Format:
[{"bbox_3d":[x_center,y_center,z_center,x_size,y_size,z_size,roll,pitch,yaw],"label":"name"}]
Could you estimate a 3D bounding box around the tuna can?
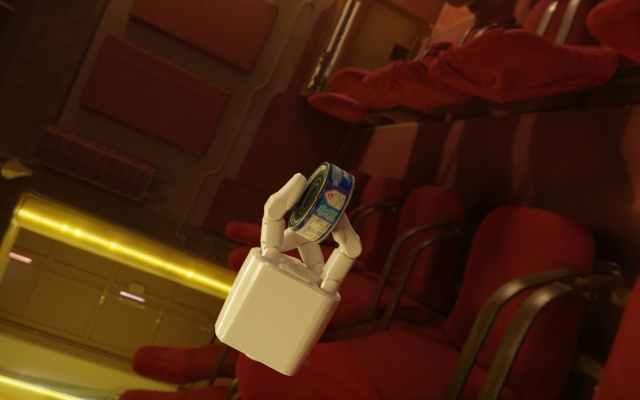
[{"bbox_3d":[0.000,0.001,0.520,0.034,0.086,0.086,30,-8,-15],"label":"tuna can"}]
